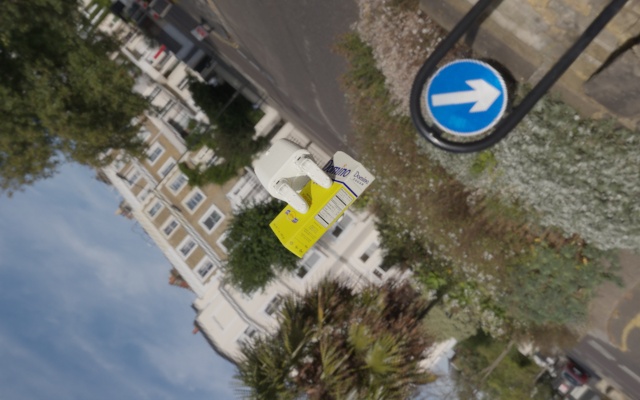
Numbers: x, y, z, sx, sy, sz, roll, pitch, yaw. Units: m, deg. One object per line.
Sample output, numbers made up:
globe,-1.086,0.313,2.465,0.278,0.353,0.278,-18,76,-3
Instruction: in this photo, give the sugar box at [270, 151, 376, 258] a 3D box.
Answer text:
sugar box,0.000,0.002,0.781,0.048,0.176,0.093,40,1,-29
